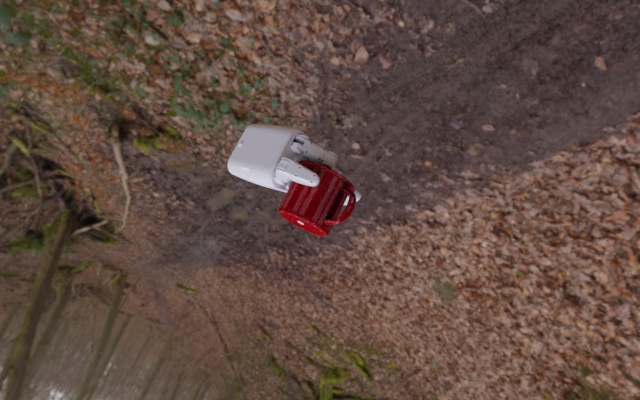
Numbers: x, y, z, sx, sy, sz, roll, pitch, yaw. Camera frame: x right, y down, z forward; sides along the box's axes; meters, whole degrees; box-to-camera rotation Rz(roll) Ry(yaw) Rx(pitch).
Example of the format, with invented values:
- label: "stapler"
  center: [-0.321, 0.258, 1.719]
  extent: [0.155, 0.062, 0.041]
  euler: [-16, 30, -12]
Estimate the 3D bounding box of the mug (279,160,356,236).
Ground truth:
- label: "mug"
  center: [0.001, 0.003, 0.686]
  extent: [0.117, 0.081, 0.093]
  euler: [16, -16, 40]
